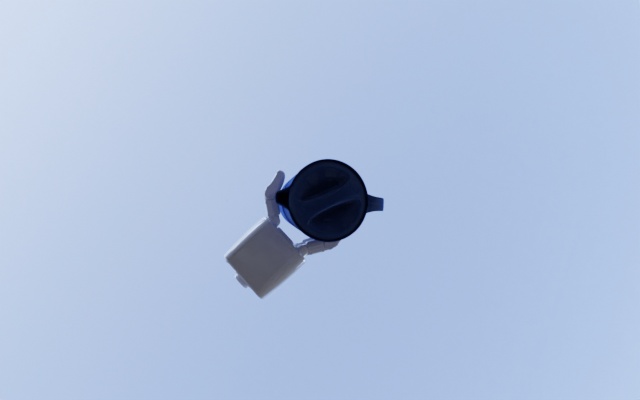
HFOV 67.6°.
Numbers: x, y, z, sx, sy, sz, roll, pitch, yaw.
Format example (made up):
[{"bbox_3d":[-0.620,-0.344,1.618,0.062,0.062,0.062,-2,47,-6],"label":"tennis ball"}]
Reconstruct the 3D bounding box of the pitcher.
[{"bbox_3d":[0.000,0.003,0.874,0.145,0.149,0.243,-43,8,-9],"label":"pitcher"}]
